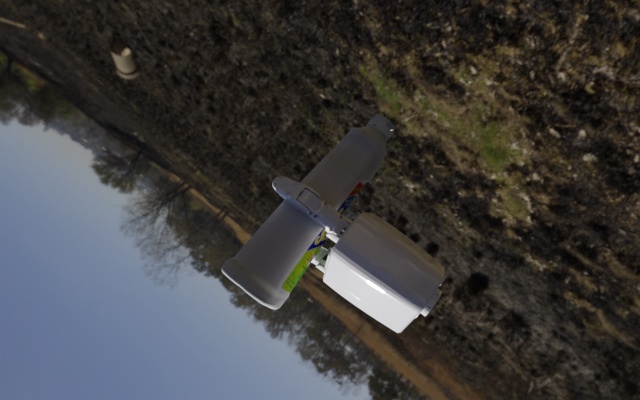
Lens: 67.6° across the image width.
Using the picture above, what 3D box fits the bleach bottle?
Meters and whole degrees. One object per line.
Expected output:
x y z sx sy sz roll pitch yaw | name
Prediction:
0.000 0.002 0.537 0.068 0.251 0.102 35 -10 13 | bleach bottle
